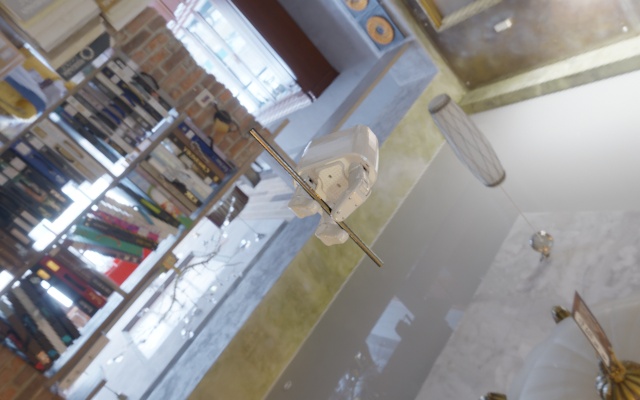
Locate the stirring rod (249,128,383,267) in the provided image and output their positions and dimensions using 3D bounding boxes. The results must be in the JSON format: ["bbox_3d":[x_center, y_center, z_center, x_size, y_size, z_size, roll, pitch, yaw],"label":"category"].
[{"bbox_3d":[0.000,0.002,0.581,0.239,0.011,0.011,46,-19,-20],"label":"stirring rod"}]
